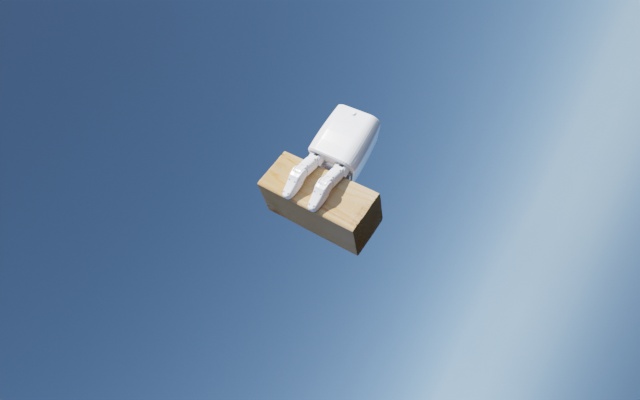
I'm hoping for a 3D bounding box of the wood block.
[{"bbox_3d":[0.000,0.003,0.871,0.206,0.090,0.091,26,-25,26],"label":"wood block"}]
